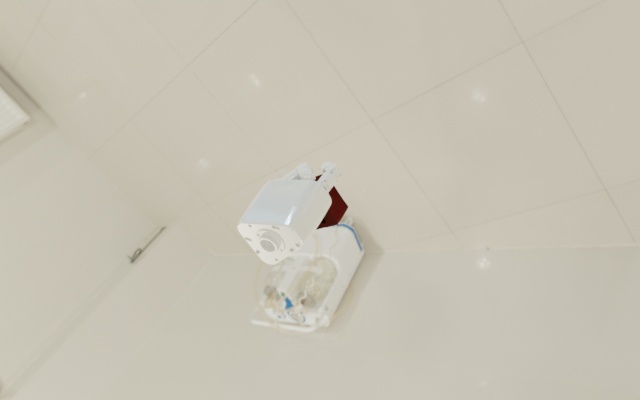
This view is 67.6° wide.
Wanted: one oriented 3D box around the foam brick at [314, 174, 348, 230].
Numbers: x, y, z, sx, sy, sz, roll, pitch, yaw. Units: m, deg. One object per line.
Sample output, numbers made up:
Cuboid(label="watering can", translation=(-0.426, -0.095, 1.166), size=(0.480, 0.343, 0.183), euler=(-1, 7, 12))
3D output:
Cuboid(label="foam brick", translation=(0.000, 0.003, 0.814), size=(0.053, 0.078, 0.051), euler=(-16, 30, 38))
